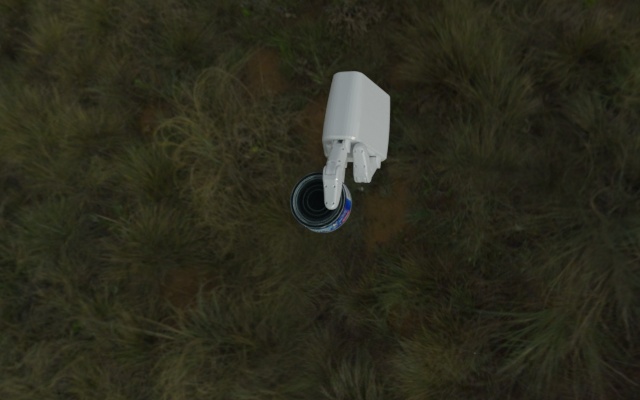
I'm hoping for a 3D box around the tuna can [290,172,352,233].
[{"bbox_3d":[0.000,0.002,0.690,0.086,0.086,0.034,0,-11,18],"label":"tuna can"}]
